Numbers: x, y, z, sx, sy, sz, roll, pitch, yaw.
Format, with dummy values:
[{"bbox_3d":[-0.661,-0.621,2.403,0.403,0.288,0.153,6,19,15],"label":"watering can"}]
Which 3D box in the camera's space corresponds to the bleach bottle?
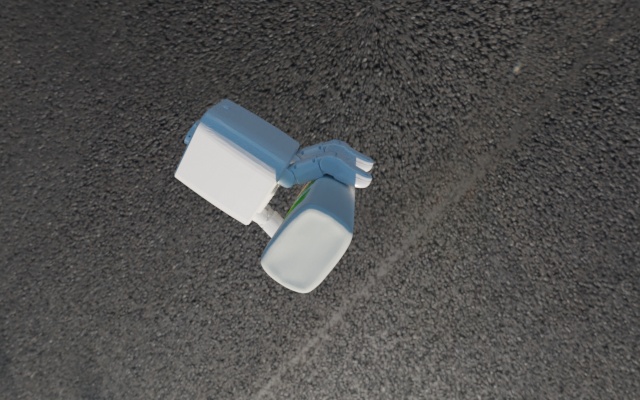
[{"bbox_3d":[0.000,0.002,0.583,0.068,0.102,0.250,35,22,-8],"label":"bleach bottle"}]
